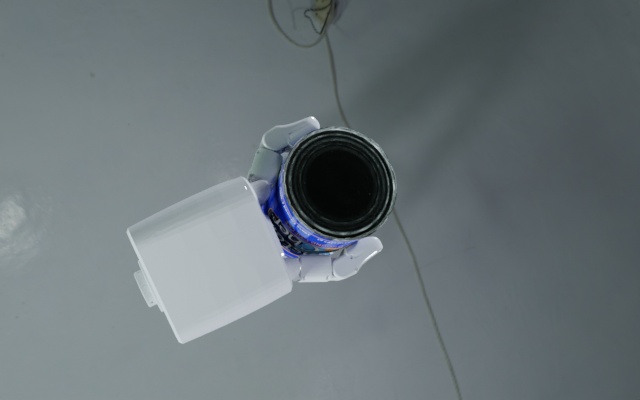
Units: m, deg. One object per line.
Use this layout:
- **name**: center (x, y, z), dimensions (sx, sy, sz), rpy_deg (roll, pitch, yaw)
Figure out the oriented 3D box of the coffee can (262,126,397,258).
- **coffee can**: center (0.000, 0.002, 0.471), dimensions (0.103, 0.102, 0.140), rpy_deg (0, -14, -15)
